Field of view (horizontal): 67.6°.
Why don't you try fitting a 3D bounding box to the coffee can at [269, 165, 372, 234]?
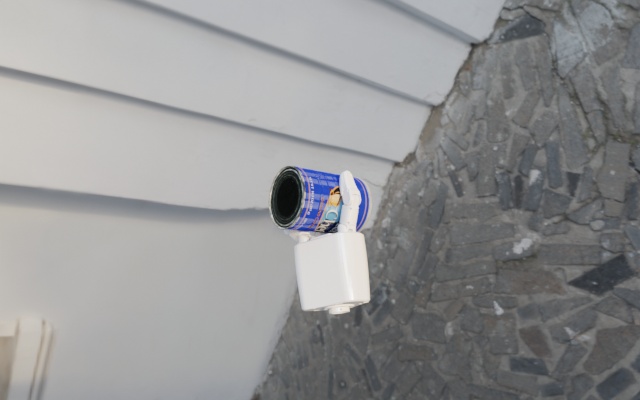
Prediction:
[{"bbox_3d":[0.000,0.002,0.792,0.140,0.103,0.103,8,-5,-36],"label":"coffee can"}]
